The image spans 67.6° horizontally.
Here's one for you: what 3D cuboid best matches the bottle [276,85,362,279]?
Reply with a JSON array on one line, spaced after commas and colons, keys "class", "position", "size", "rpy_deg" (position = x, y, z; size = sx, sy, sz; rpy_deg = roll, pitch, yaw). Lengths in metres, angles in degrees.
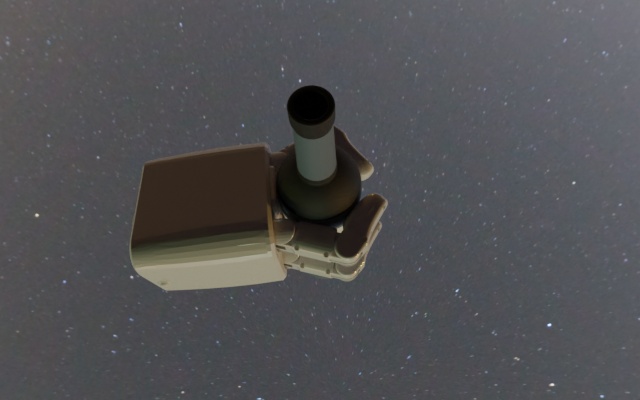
[{"class": "bottle", "position": [0.000, 0.001, 0.404], "size": [0.069, 0.069, 0.296], "rpy_deg": [0, -22, 2]}]
